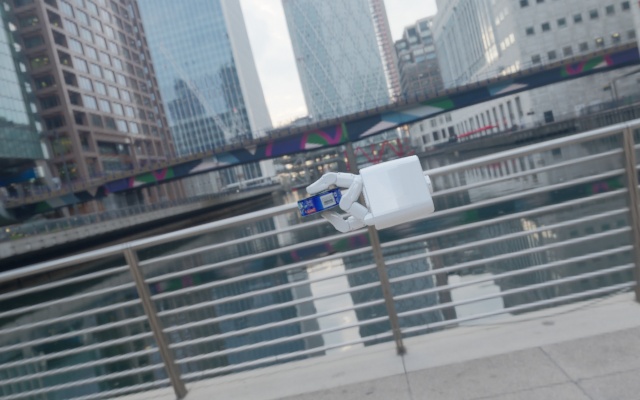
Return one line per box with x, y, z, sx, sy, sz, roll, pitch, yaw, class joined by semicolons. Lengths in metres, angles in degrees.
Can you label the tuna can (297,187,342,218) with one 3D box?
0.000;0.002;0.893;0.086;0.034;0.086;-19;2;1;tuna can
